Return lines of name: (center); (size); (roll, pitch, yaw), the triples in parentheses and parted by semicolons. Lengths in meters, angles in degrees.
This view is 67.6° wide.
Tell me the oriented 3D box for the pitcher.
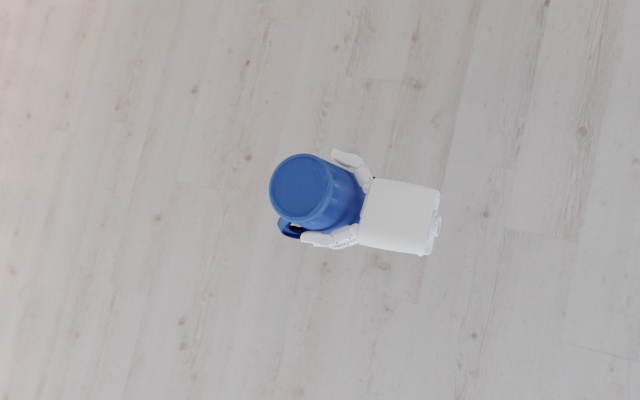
pitcher: (0.000, 0.003, 0.825); (0.145, 0.149, 0.243); (12, -3, 22)
